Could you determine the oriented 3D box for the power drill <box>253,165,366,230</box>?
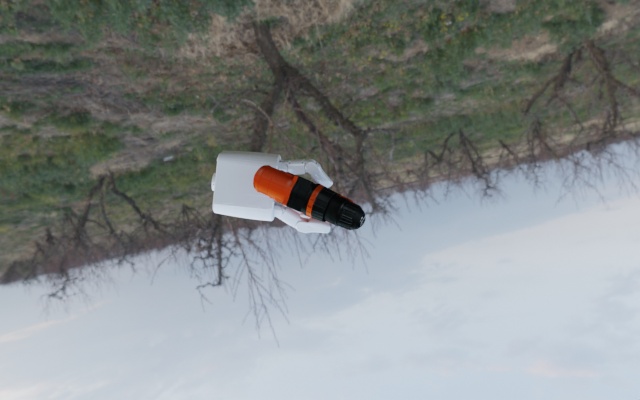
[{"bbox_3d":[0.000,0.003,0.783,0.184,0.057,0.188,25,-1,16],"label":"power drill"}]
